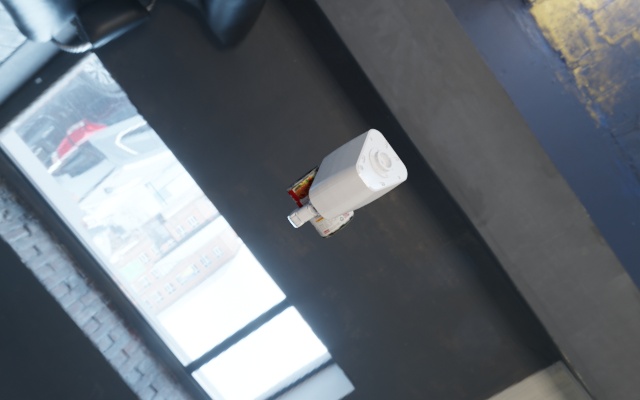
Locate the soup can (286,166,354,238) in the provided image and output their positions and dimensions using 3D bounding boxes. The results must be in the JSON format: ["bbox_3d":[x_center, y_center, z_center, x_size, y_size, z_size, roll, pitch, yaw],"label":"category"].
[{"bbox_3d":[0.000,0.003,0.789,0.068,0.102,0.068,-37,7,5],"label":"soup can"}]
